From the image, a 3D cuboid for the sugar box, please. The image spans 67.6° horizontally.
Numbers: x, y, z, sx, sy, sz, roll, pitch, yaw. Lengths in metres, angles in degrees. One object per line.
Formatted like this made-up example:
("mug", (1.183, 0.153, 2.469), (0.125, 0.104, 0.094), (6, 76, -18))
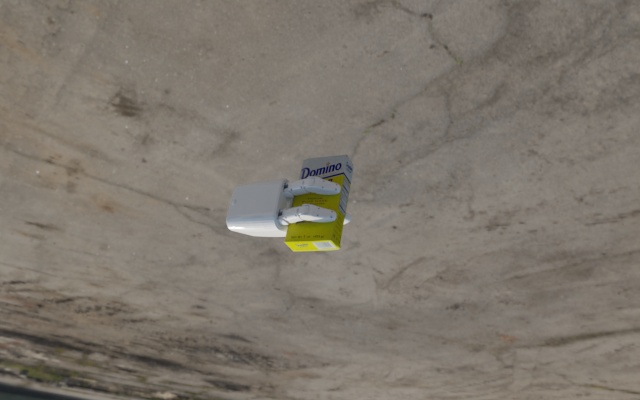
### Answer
("sugar box", (0.000, 0.003, 0.854), (0.093, 0.176, 0.048), (-4, -30, 24))
